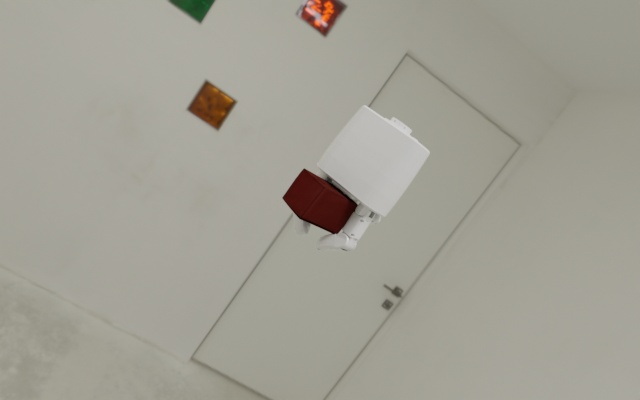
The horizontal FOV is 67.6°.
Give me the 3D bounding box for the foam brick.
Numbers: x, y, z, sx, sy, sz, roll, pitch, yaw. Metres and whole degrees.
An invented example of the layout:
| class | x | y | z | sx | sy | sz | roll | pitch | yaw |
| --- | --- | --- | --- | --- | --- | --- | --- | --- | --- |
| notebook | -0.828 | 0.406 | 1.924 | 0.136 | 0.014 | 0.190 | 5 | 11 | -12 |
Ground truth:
| class | x | y | z | sx | sy | sz | roll | pitch | yaw |
| --- | --- | --- | --- | --- | --- | --- | --- | --- | --- |
| foam brick | 0.000 | 0.002 | 0.627 | 0.078 | 0.051 | 0.053 | 27 | 14 | -46 |
